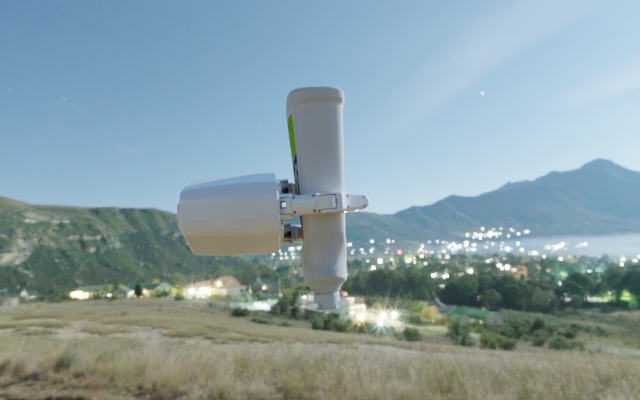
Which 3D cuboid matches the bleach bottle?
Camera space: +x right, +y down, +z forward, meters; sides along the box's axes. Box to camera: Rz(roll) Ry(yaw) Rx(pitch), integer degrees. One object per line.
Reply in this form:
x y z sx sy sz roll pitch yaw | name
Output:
0.000 0.002 0.566 0.068 0.251 0.102 -4 -6 -7 | bleach bottle
